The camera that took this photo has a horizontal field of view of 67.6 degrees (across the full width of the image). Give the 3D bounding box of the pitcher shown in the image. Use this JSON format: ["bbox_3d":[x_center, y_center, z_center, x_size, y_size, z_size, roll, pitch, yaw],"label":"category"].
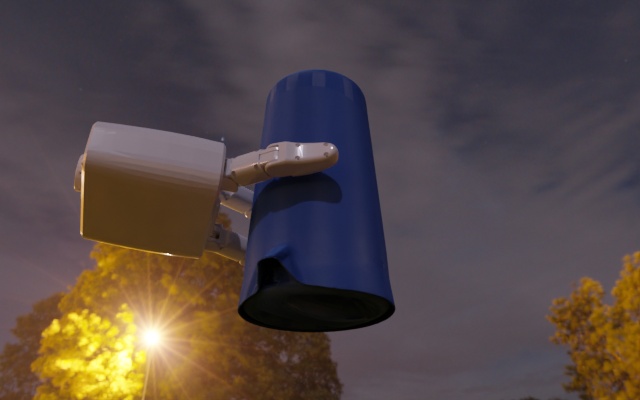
[{"bbox_3d":[0.000,0.001,0.469,0.145,0.242,0.149,9,-31,-15],"label":"pitcher"}]
